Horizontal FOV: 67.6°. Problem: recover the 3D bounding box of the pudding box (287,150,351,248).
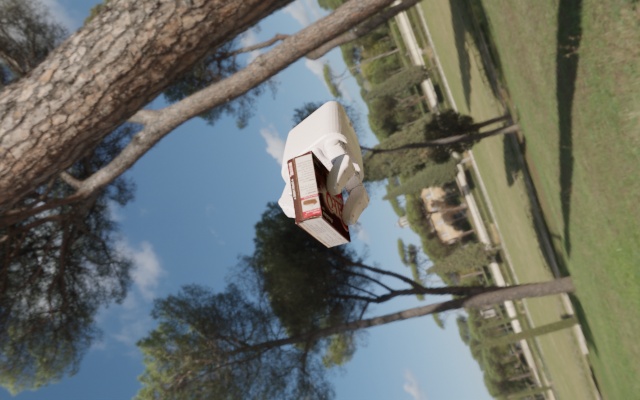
[{"bbox_3d":[0.000,0.002,0.609,0.039,0.090,0.113,-18,-25,17],"label":"pudding box"}]
